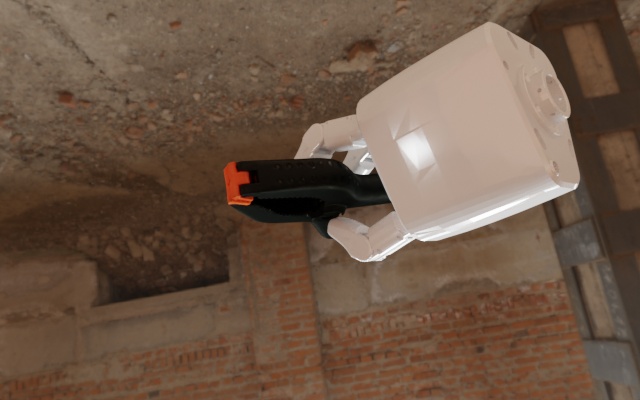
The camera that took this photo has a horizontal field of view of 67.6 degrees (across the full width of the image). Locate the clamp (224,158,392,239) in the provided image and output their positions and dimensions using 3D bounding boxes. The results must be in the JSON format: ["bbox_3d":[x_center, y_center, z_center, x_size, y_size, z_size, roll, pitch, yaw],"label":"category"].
[{"bbox_3d":[0.000,0.002,0.416,0.210,0.036,0.164,4,-23,-41],"label":"clamp"}]
